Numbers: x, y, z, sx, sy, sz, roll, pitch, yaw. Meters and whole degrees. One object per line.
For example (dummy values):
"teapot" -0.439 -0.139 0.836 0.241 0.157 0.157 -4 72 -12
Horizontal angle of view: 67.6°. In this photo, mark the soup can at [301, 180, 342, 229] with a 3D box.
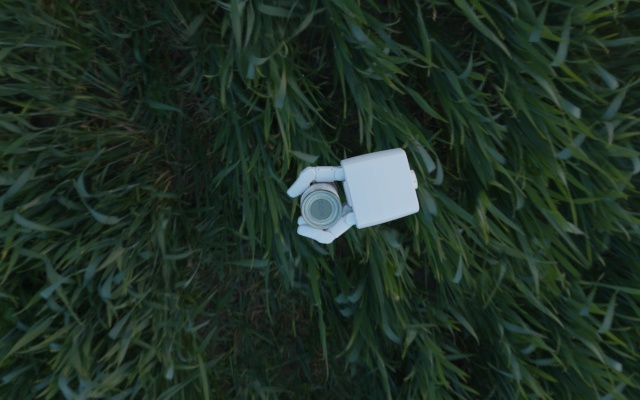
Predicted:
"soup can" 0.000 0.003 0.803 0.068 0.068 0.102 0 15 -2
